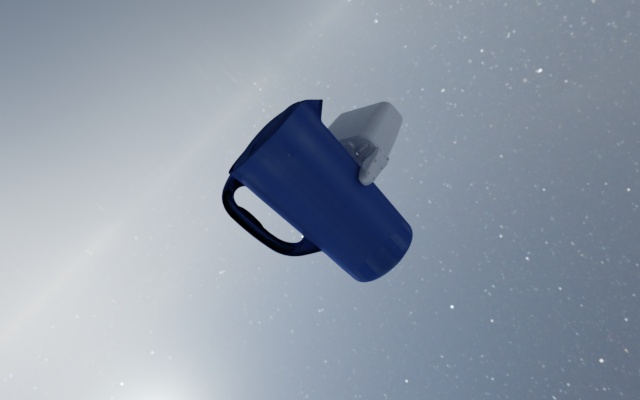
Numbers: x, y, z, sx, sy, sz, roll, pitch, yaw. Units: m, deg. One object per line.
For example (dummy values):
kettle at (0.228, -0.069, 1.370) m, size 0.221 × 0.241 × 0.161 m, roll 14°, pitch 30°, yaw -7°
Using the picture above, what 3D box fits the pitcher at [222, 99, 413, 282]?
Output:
pitcher at (0.000, 0.002, 0.633) m, size 0.149 × 0.243 × 0.145 m, roll -30°, pitch 21°, yaw 43°
